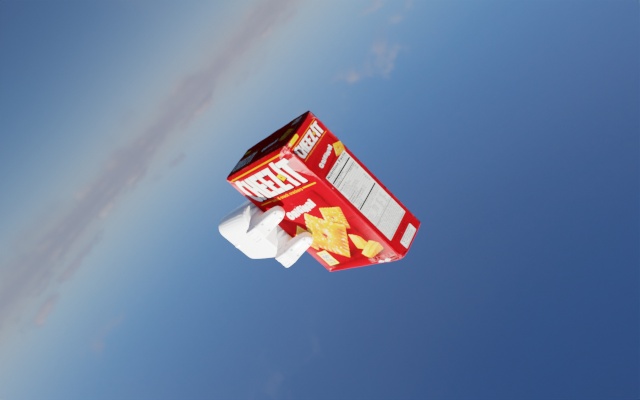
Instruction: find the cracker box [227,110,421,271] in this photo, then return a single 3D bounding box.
[{"bbox_3d":[0.000,0.002,0.640,0.214,0.072,0.164,43,-32,-19],"label":"cracker box"}]
